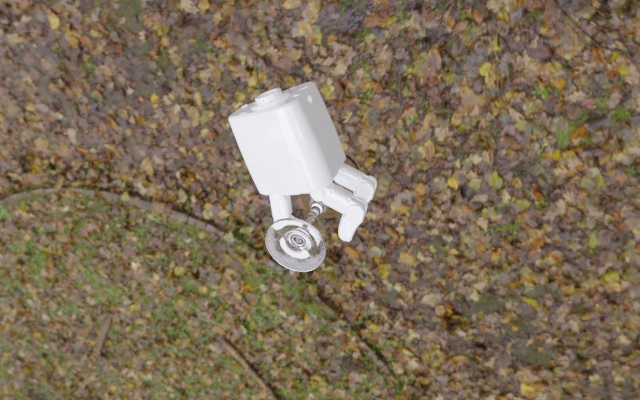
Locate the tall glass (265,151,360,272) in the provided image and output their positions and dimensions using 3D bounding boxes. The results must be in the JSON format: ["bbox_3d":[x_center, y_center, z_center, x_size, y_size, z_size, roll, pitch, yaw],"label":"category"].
[{"bbox_3d":[0.000,0.003,0.627,0.079,0.079,0.201,0,30,20],"label":"tall glass"}]
